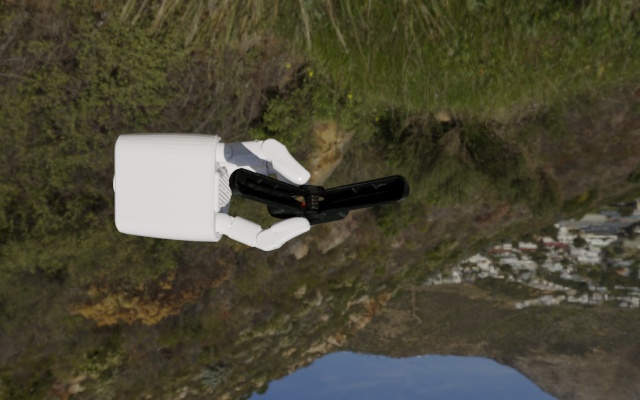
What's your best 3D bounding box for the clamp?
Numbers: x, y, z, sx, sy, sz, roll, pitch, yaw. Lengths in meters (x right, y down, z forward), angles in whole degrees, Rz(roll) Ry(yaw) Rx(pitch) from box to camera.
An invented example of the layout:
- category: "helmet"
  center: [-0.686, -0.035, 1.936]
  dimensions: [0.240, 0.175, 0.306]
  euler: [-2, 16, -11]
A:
- category: "clamp"
  center: [0.000, 0.003, 0.517]
  dimensions: [0.164, 0.036, 0.210]
  euler: [2, -10, 0]
